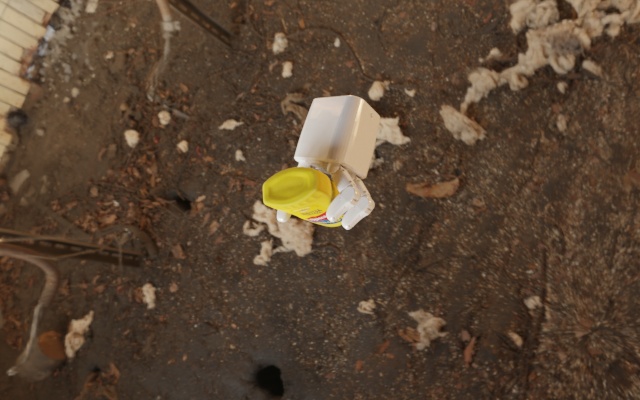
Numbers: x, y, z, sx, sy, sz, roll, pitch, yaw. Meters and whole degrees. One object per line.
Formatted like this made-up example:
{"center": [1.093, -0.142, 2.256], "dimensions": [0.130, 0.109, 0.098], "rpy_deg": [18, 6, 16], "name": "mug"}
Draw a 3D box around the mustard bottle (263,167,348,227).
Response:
{"center": [0.000, 0.003, 0.750], "dimensions": [0.096, 0.058, 0.192], "rpy_deg": [-15, -20, 26], "name": "mustard bottle"}
